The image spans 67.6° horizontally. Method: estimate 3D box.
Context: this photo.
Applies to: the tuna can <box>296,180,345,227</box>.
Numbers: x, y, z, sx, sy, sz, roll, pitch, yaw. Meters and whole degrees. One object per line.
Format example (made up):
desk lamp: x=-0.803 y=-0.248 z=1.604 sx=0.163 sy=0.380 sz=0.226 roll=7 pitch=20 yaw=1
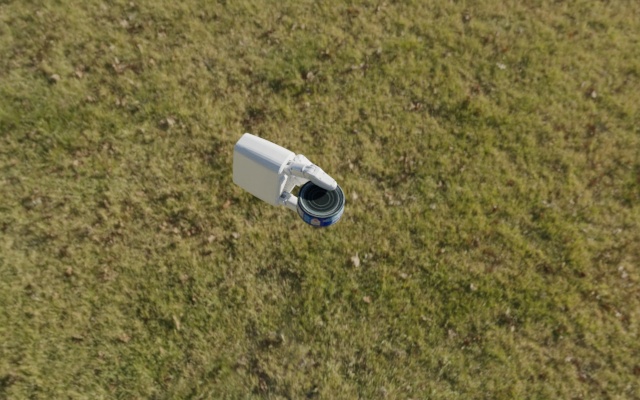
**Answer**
tuna can: x=0.000 y=0.003 z=0.852 sx=0.086 sy=0.086 sz=0.034 roll=0 pitch=-32 yaw=-5
